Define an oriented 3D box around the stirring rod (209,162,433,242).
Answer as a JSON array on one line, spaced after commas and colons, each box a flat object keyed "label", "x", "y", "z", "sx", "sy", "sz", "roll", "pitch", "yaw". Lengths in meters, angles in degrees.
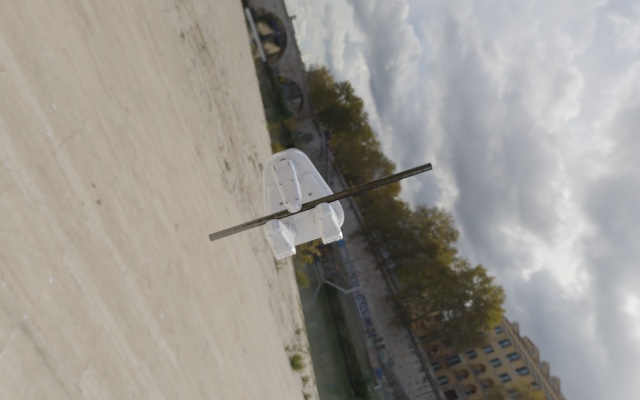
[{"label": "stirring rod", "x": 0.000, "y": 0.002, "z": 0.494, "sx": 0.239, "sy": 0.011, "sz": 0.011, "roll": -18, "pitch": 0, "yaw": 0}]
